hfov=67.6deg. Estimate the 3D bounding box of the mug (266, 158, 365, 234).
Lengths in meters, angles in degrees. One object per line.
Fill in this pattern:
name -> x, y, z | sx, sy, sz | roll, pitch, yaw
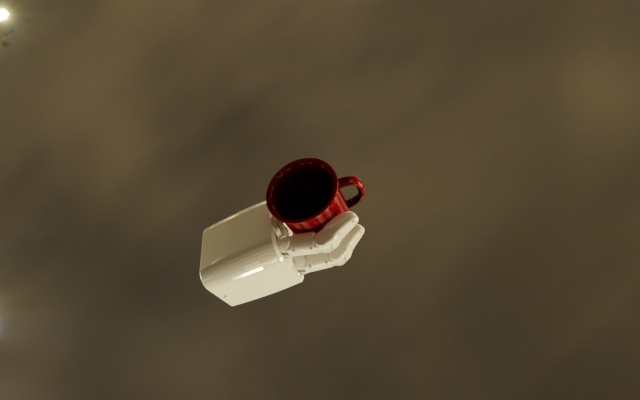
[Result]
mug -> 0.001, 0.001, 0.606 | 0.117, 0.093, 0.081 | -22, -35, 8
